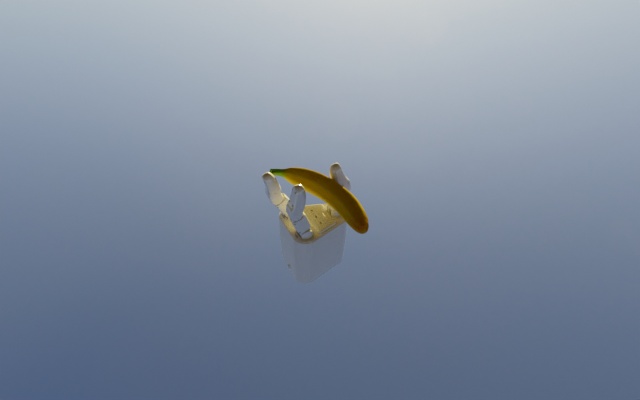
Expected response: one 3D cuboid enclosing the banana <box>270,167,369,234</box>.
[{"bbox_3d":[0.010,-0.007,0.755,0.197,0.037,0.069,31,42,29],"label":"banana"}]
